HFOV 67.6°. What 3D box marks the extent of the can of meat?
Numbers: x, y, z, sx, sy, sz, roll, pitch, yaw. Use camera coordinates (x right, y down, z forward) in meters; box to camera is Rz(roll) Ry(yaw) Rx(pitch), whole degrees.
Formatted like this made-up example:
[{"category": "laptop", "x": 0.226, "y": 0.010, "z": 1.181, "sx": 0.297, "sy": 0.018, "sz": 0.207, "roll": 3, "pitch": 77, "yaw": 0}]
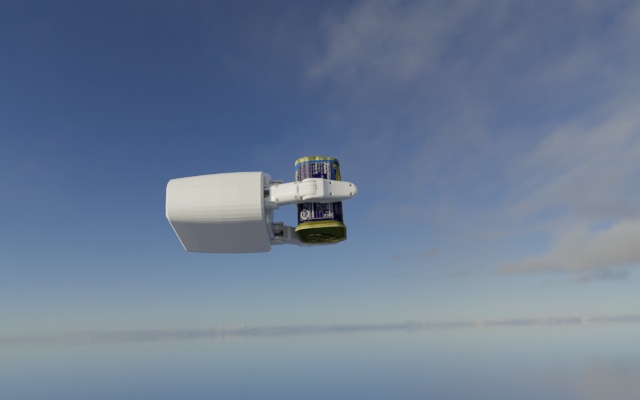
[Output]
[{"category": "can of meat", "x": 0.000, "y": 0.002, "z": 0.574, "sx": 0.057, "sy": 0.084, "sz": 0.102, "roll": -4, "pitch": -15, "yaw": 3}]
